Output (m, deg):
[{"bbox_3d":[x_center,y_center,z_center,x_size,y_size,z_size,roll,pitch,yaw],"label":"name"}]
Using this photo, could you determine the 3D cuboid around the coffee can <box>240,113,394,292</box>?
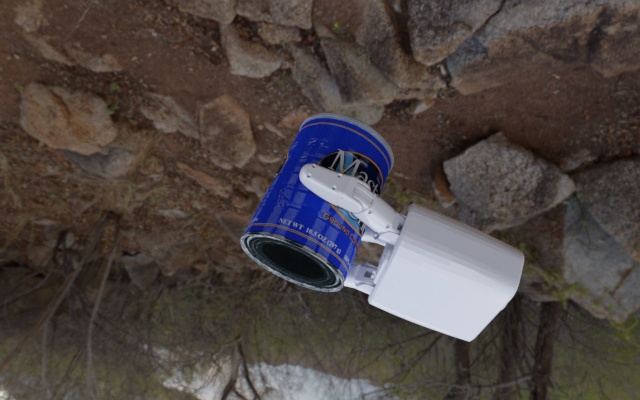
[{"bbox_3d":[0.000,0.001,0.461,0.103,0.140,0.103,20,-27,11],"label":"coffee can"}]
